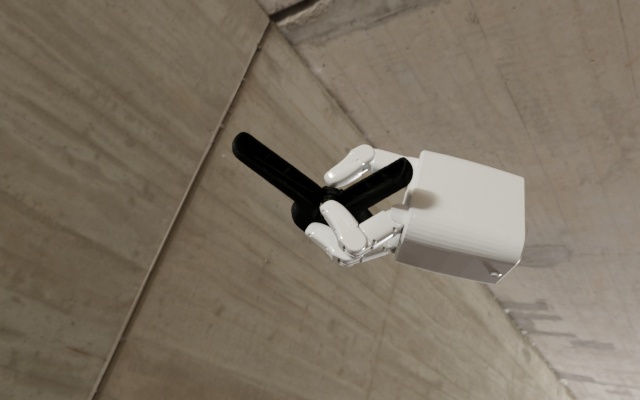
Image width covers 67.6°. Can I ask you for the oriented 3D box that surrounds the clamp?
[{"bbox_3d":[0.001,0.001,0.495,0.164,0.036,0.210,15,-26,8],"label":"clamp"}]
